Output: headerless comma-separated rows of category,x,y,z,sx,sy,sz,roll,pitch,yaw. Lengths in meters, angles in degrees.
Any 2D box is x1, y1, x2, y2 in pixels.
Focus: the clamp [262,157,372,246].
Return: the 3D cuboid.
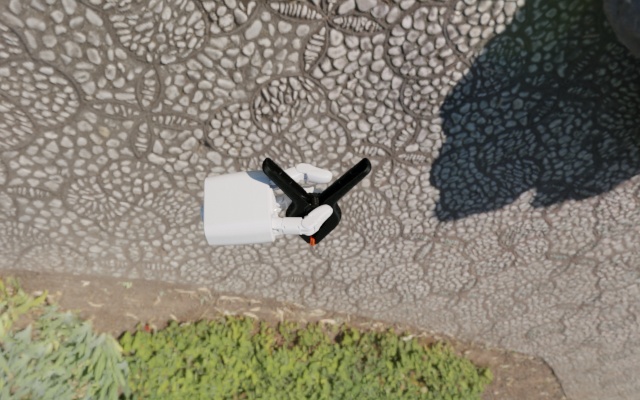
clamp,0.000,0.004,0.783,0.164,0.036,0.210,-4,-40,2
